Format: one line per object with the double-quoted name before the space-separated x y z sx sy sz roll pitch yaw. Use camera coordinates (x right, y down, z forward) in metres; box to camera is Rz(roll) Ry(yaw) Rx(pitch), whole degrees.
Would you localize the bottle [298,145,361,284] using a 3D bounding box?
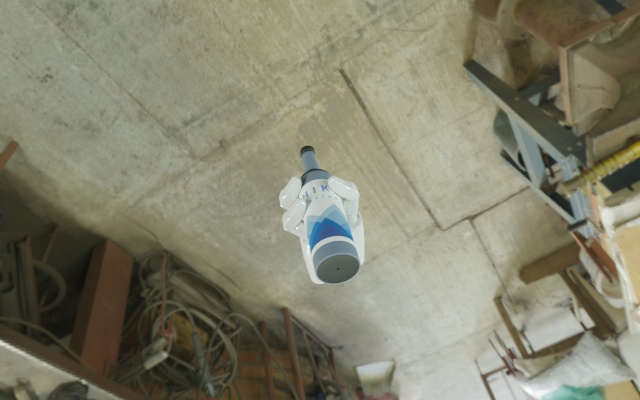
"bottle" 0.000 0.003 0.785 0.069 0.069 0.295 0 40 -13
